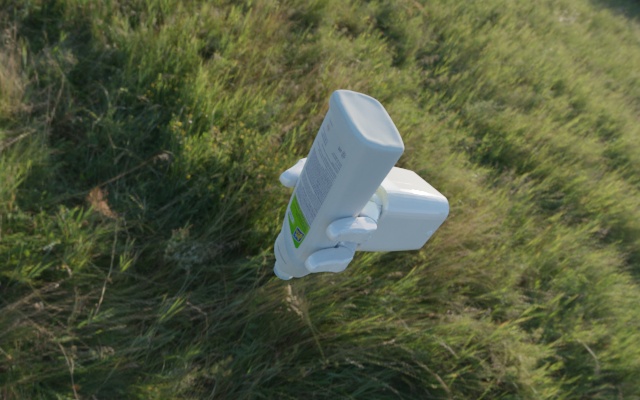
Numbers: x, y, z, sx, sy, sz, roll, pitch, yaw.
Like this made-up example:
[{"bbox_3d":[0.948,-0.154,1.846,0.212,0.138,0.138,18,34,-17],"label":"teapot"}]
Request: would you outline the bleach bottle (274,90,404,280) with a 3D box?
[{"bbox_3d":[0.000,0.002,0.564,0.068,0.102,0.251,7,-47,-29],"label":"bleach bottle"}]
